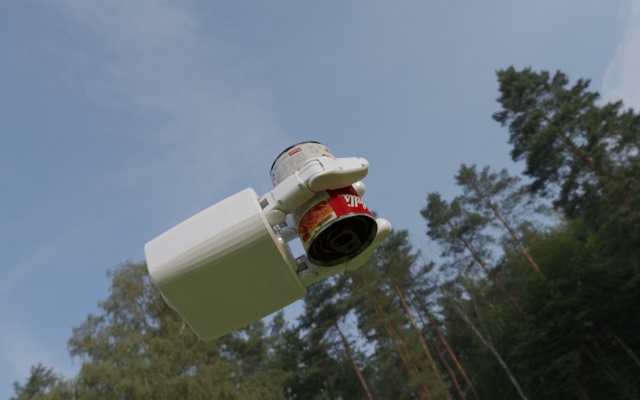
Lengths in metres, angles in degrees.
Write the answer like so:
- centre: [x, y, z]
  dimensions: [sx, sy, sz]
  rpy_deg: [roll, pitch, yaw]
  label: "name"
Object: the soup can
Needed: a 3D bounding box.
- centre: [0.000, 0.001, 0.446]
  dimensions: [0.068, 0.068, 0.102]
  rpy_deg: [0, 44, -33]
  label: "soup can"
